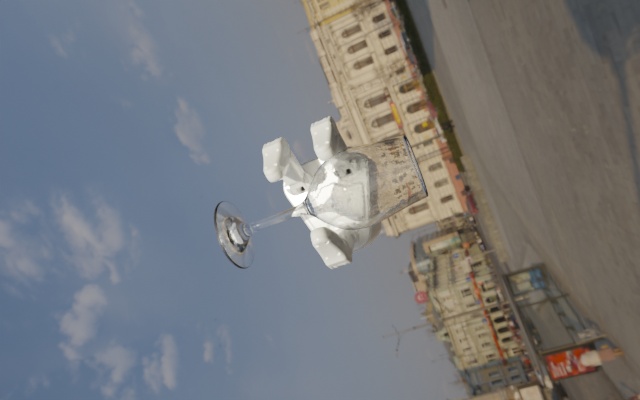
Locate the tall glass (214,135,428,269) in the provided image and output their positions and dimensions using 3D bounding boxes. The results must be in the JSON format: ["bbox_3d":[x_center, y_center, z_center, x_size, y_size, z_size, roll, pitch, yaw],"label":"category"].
[{"bbox_3d":[-0.001,0.002,0.471,0.201,0.079,0.079,-21,-6,16],"label":"tall glass"}]
